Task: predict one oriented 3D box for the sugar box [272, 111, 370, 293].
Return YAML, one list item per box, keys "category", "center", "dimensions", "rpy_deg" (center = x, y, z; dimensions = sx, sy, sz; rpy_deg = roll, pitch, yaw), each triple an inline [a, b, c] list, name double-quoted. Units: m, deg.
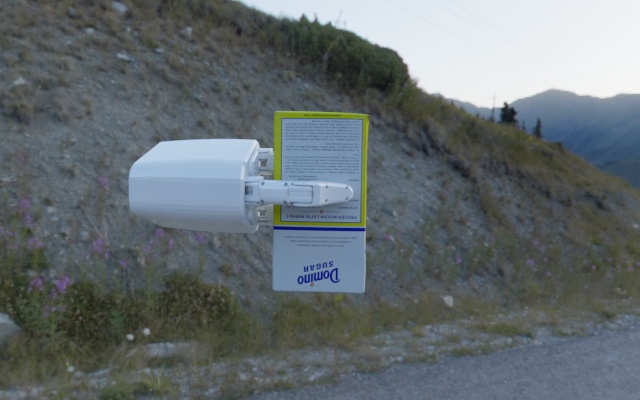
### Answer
- category: "sugar box"
  center: [0.000, 0.001, 0.479]
  dimensions: [0.093, 0.176, 0.048]
  rpy_deg: [2, 6, 2]
